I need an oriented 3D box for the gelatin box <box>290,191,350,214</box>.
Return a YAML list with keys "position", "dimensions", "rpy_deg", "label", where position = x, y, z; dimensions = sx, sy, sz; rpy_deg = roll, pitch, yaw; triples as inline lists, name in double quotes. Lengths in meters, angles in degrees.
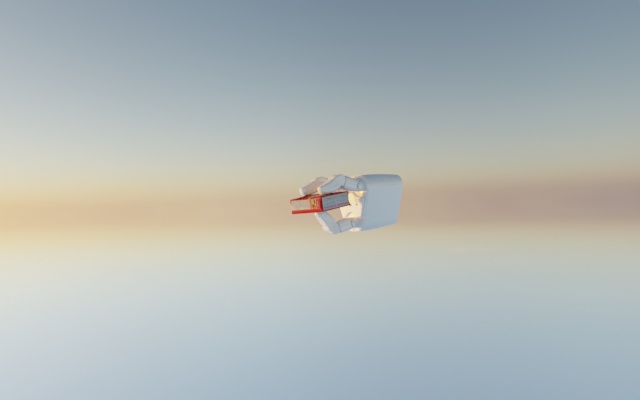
- position: [0.000, 0.003, 0.880]
  dimensions: [0.073, 0.030, 0.089]
  rpy_deg: [-5, 5, 38]
  label: "gelatin box"
